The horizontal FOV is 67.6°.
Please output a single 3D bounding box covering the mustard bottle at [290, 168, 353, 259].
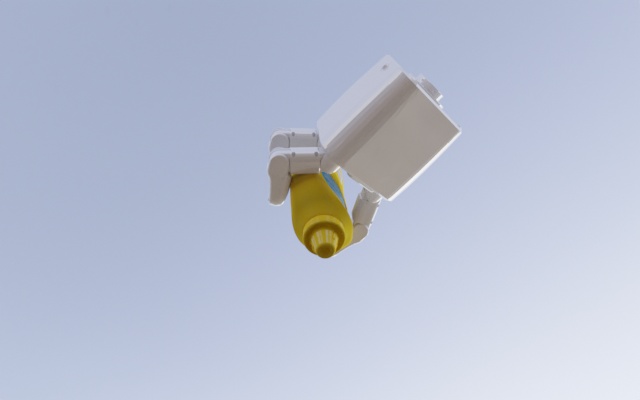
[{"bbox_3d":[0.000,0.002,0.519,0.058,0.096,0.191,-21,27,7],"label":"mustard bottle"}]
